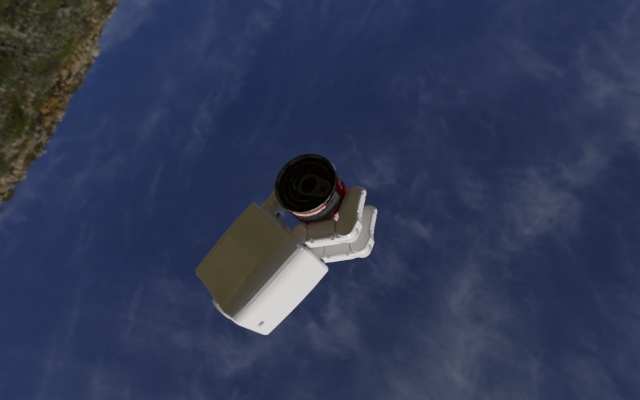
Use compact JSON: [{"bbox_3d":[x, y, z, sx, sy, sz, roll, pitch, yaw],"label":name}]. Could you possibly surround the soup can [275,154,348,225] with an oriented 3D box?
[{"bbox_3d":[0.000,0.001,0.536,0.068,0.068,0.102,0,-24,21],"label":"soup can"}]
